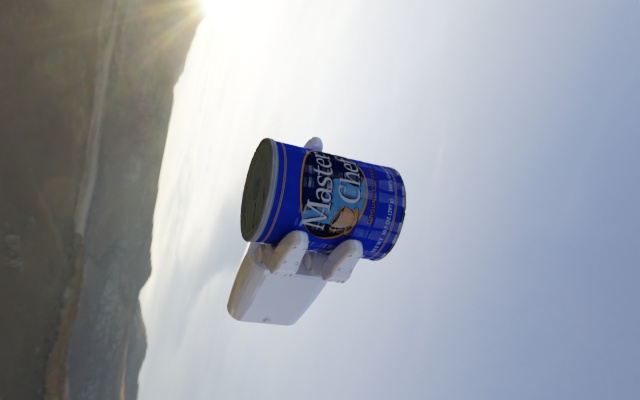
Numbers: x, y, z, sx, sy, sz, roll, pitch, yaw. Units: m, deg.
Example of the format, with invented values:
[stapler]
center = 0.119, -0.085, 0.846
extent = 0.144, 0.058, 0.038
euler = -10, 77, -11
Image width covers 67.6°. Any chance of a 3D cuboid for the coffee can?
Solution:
[coffee can]
center = 0.000, 0.001, 0.485
extent = 0.140, 0.103, 0.103
euler = 11, -4, -21
